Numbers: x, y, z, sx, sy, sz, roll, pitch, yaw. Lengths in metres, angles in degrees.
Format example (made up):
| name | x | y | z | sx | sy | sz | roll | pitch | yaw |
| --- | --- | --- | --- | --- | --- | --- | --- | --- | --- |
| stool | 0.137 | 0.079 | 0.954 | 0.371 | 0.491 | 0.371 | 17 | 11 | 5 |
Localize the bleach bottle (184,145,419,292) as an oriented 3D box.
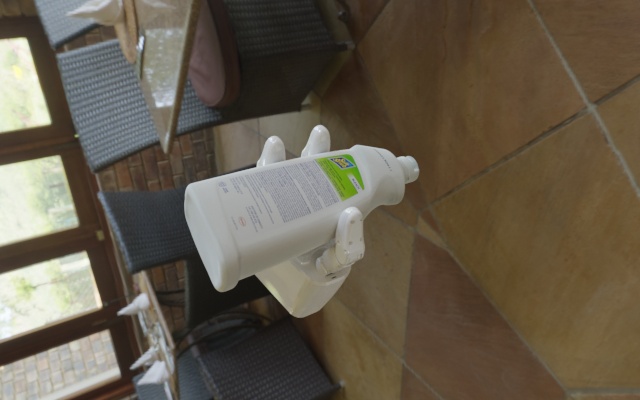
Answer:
| name | x | y | z | sx | sy | sz | roll | pitch | yaw |
| --- | --- | --- | --- | --- | --- | --- | --- | --- | --- |
| bleach bottle | 0.000 | 0.001 | 0.482 | 0.251 | 0.102 | 0.068 | -16 | -27 | -27 |
